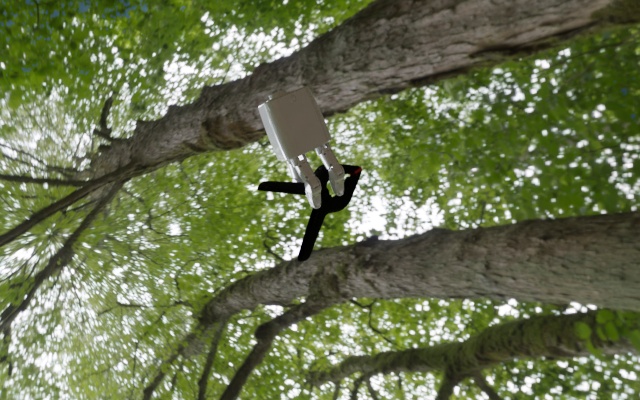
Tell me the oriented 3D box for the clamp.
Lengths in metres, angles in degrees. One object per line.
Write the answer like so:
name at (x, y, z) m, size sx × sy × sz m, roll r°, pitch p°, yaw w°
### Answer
clamp at (0.000, 0.002, 0.889) m, size 0.210 × 0.164 × 0.036 m, roll -29°, pitch 16°, yaw -28°
